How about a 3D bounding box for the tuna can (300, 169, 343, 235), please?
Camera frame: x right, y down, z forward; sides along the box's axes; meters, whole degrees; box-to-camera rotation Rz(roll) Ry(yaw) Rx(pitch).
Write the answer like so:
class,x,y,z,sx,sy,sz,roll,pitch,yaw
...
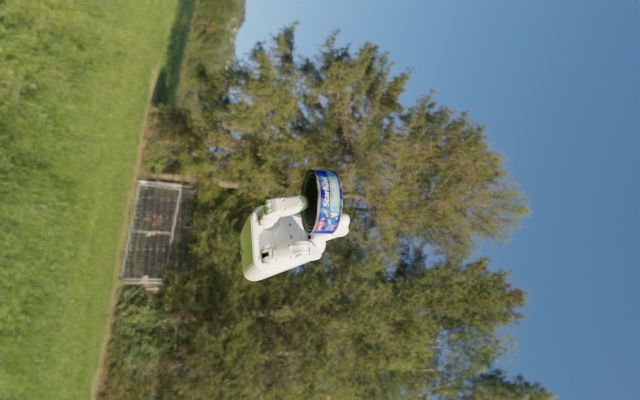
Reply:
class,x,y,z,sx,sy,sz,roll,pitch,yaw
tuna can,0.001,0.002,0.627,0.034,0.086,0.086,2,-1,-17
